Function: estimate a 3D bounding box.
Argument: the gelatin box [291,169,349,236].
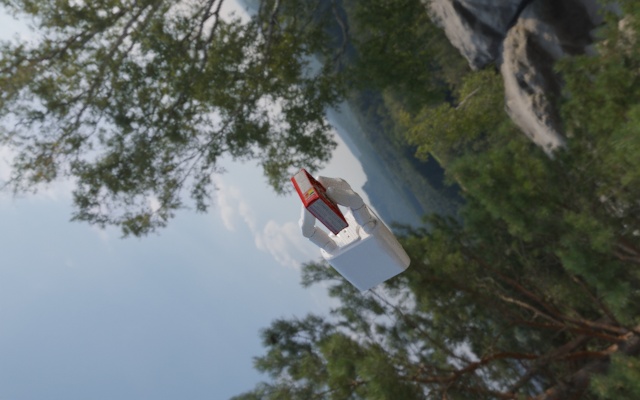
[{"bbox_3d":[0.000,0.002,0.724,0.089,0.030,0.073,43,13,-42],"label":"gelatin box"}]
